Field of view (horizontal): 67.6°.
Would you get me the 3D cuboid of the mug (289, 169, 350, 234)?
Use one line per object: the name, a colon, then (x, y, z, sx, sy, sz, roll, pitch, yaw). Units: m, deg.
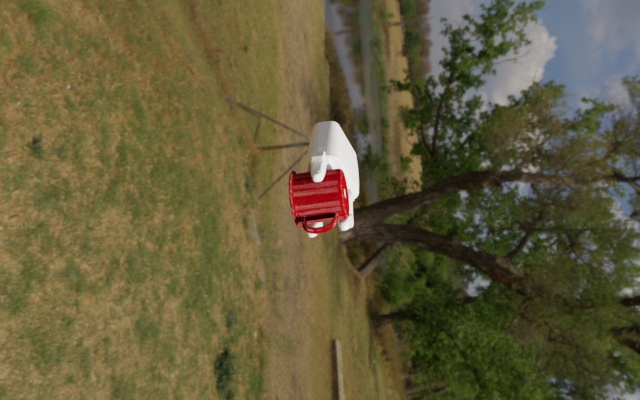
mug: (0.000, 0.003, 0.752, 0.081, 0.117, 0.093, -7, -43, 10)
